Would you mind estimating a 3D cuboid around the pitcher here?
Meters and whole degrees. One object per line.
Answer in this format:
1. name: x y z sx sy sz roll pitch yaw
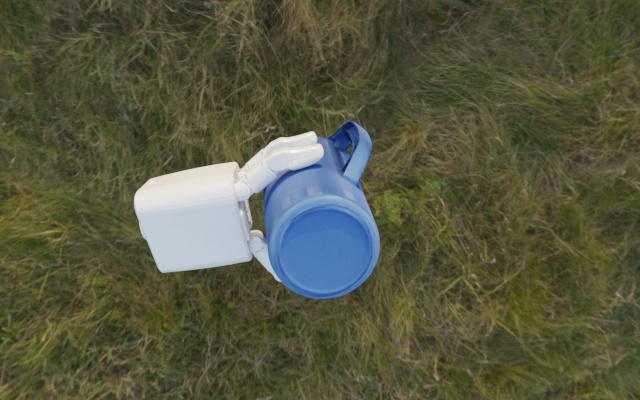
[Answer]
1. pitcher: 0.000 0.002 0.556 0.145 0.149 0.242 -10 19 -2
